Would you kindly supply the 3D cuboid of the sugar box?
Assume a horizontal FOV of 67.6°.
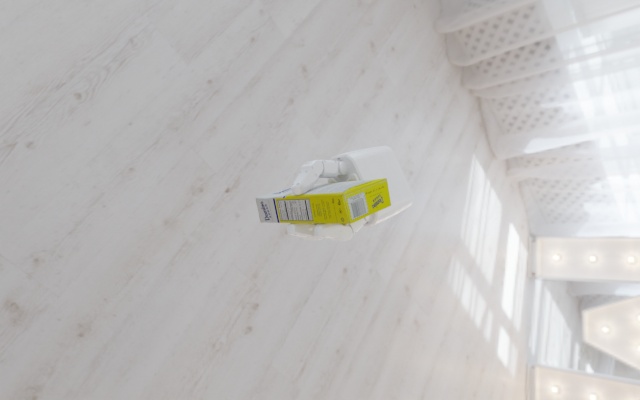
[{"bbox_3d":[0.000,0.003,0.674,0.176,0.048,0.093,-5,10,45],"label":"sugar box"}]
